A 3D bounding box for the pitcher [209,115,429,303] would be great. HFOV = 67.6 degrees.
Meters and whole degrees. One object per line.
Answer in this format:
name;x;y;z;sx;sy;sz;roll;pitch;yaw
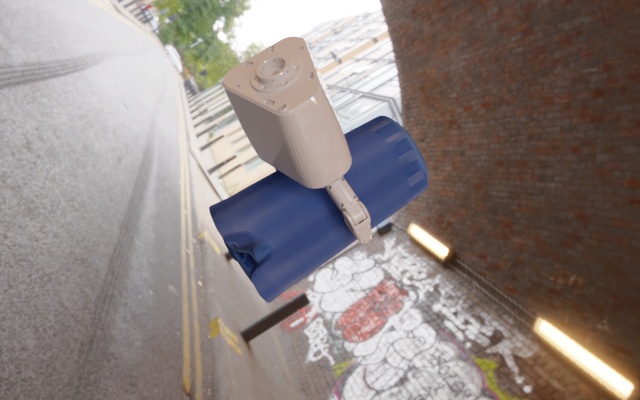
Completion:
pitcher;0.000;0.002;0.580;0.243;0.149;0.145;-32;-39;-5
